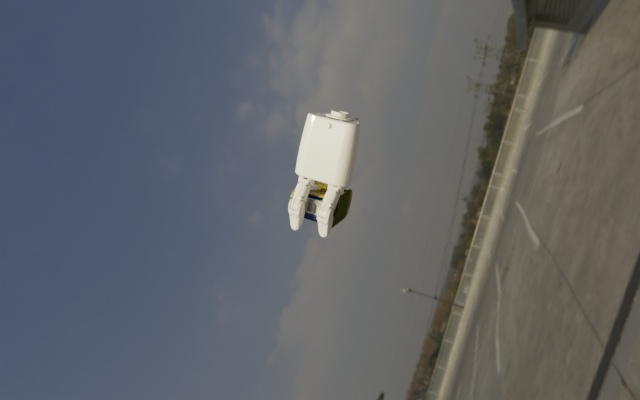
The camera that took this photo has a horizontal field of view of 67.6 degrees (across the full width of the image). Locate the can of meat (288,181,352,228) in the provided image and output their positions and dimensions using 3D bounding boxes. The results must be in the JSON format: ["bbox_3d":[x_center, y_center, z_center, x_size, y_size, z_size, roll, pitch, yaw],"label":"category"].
[{"bbox_3d":[0.000,0.003,0.863,0.084,0.057,0.102,17,19,18],"label":"can of meat"}]
